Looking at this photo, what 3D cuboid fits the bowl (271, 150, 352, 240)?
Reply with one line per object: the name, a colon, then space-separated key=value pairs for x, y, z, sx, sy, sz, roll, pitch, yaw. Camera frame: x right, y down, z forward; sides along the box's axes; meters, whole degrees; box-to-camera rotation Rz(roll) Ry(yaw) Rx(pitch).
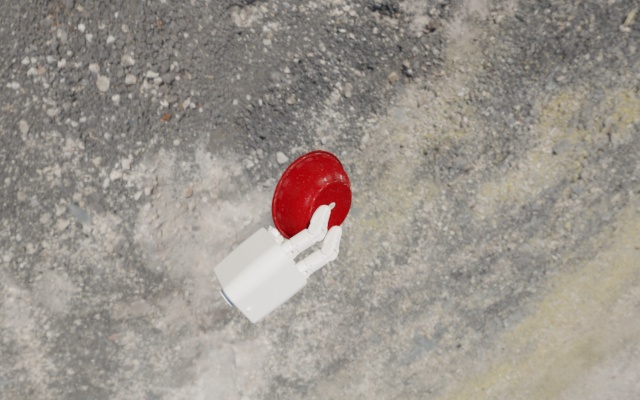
bowl: x=0.001 y=0.002 z=0.781 sx=0.162 sy=0.162 sz=0.055 roll=0 pitch=20 yaw=-45
